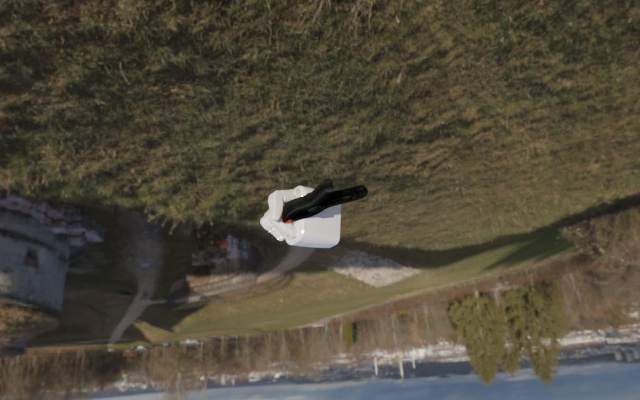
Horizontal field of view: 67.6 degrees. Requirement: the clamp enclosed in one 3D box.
[{"bbox_3d":[0.000,0.003,0.875,0.120,0.039,0.171,10,-25,-41],"label":"clamp"}]
